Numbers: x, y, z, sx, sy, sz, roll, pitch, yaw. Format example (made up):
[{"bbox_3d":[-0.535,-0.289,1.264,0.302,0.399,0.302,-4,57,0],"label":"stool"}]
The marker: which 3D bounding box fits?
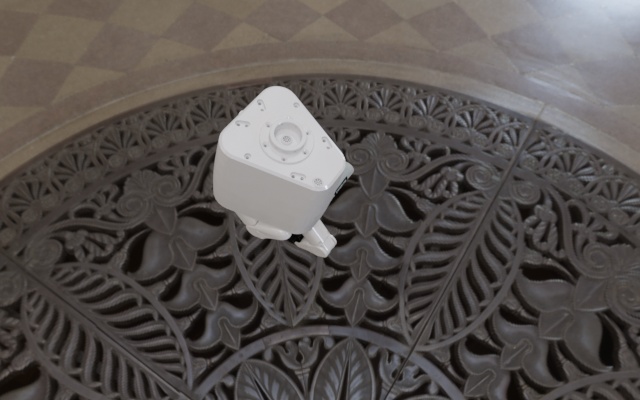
[{"bbox_3d":[0.000,0.002,0.556,0.020,0.121,0.020,29,-27,17],"label":"marker"}]
